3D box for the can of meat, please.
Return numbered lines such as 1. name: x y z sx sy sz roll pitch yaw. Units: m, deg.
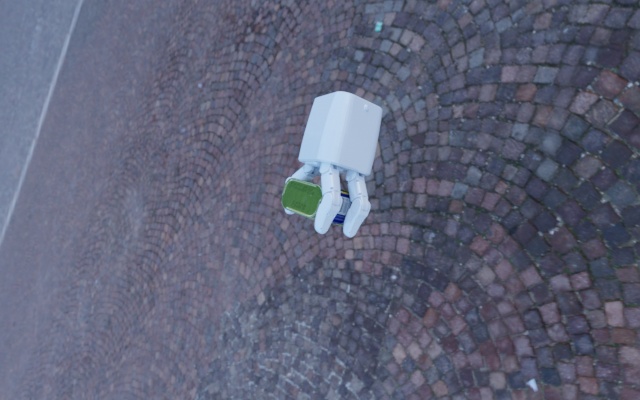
1. can of meat: 0.000 0.002 0.747 0.084 0.057 0.102 14 2 -41
